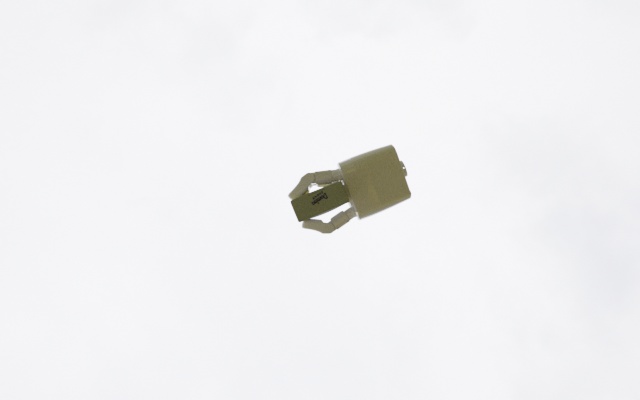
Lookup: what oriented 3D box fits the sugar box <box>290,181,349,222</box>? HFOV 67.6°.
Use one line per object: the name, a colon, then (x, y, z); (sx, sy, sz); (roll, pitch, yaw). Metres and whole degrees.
sugar box: (0.000, 0.002, 0.863); (0.093, 0.048, 0.176); (-22, -4, 0)
